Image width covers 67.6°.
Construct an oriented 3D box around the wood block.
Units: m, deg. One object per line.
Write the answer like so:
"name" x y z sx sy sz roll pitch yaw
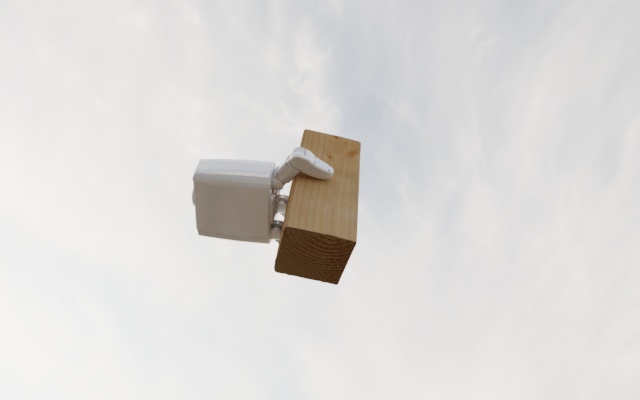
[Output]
"wood block" 0.000 0.002 0.667 0.090 0.091 0.206 13 43 -5
